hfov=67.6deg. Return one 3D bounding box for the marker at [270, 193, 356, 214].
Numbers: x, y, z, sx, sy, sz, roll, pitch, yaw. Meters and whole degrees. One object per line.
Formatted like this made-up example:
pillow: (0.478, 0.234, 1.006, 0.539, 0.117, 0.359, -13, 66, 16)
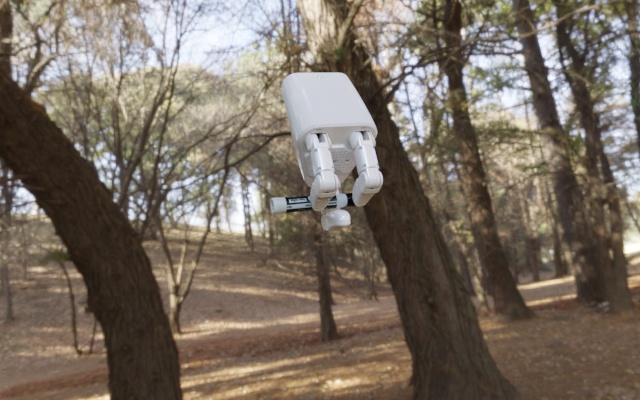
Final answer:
marker: (0.000, 0.002, 0.579, 0.121, 0.020, 0.020, -5, 1, -19)
